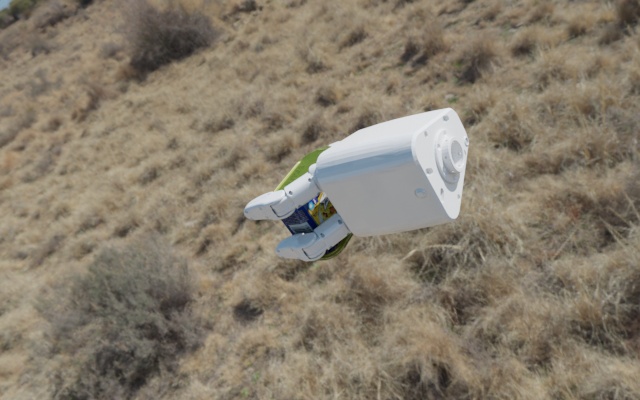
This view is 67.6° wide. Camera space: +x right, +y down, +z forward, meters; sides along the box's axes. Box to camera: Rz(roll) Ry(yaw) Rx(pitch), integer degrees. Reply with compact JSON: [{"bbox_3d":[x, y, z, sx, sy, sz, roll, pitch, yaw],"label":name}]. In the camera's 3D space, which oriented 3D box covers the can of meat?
[{"bbox_3d":[0.000,0.001,0.530,0.057,0.084,0.102,-8,36,43],"label":"can of meat"}]
